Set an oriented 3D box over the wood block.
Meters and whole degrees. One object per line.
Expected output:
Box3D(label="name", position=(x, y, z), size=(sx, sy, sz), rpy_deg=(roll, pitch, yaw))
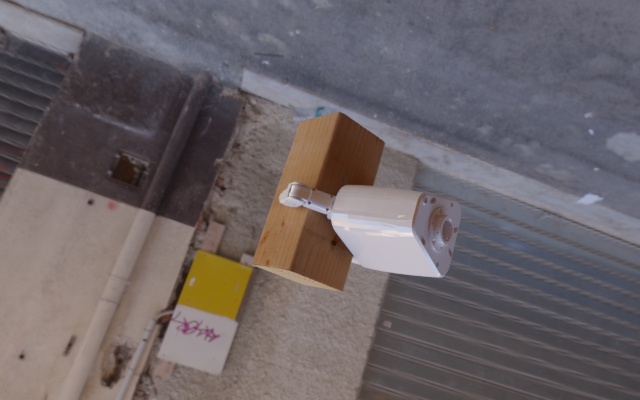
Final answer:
Box3D(label="wood block", position=(0.000, 0.002, 0.621), size=(0.091, 0.206, 0.090), rpy_deg=(28, -18, -35))
